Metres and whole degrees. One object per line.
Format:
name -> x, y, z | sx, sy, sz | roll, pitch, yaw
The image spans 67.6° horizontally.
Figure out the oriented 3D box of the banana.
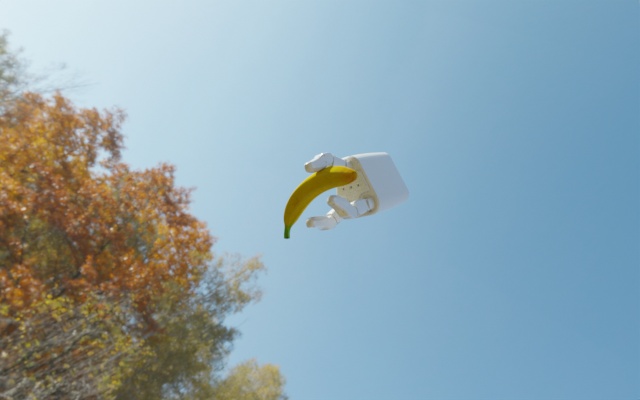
banana -> -0.009, -0.011, 0.821 | 0.037, 0.069, 0.198 | -1, -33, -45
